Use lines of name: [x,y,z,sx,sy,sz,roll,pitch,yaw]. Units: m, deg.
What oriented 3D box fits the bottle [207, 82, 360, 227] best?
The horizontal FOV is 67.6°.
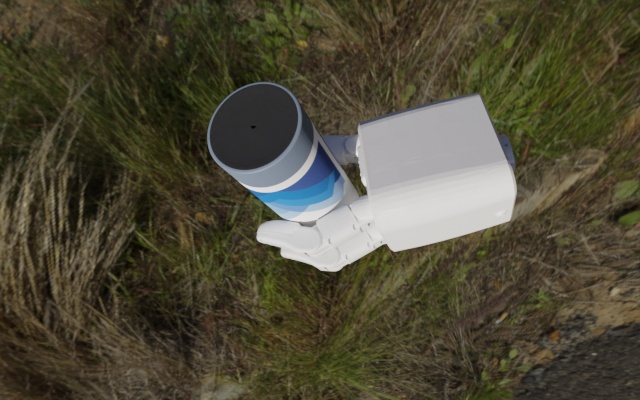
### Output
bottle: [0.000,0.001,0.437,0.069,0.069,0.296,0,-20,18]
